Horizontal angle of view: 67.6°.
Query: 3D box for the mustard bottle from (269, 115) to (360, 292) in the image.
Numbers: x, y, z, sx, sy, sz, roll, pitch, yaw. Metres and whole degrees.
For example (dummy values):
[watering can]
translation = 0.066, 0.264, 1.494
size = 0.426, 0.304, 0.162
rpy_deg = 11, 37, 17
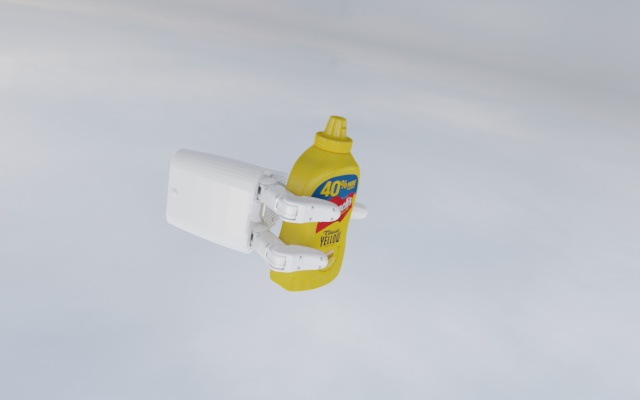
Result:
[mustard bottle]
translation = 0.000, 0.002, 0.528
size = 0.058, 0.192, 0.096
rpy_deg = 27, 25, 38
